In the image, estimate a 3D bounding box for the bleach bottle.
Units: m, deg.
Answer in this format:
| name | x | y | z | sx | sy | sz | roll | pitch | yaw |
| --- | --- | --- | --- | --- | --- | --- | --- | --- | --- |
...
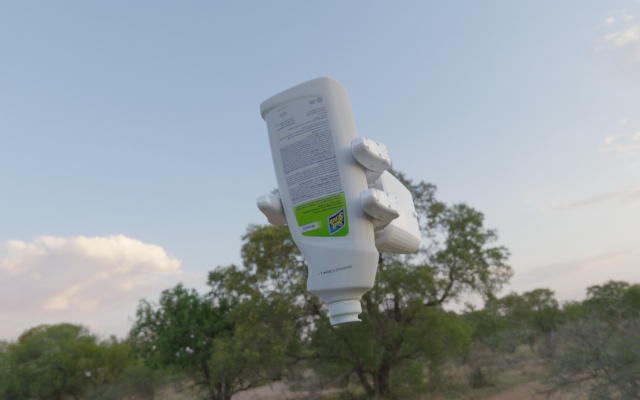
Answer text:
| name | x | y | z | sx | sy | sz | roll | pitch | yaw |
| --- | --- | --- | --- | --- | --- | --- | --- | --- | --- |
| bleach bottle | 0.000 | 0.002 | 0.495 | 0.102 | 0.250 | 0.068 | -18 | -22 | 25 |
